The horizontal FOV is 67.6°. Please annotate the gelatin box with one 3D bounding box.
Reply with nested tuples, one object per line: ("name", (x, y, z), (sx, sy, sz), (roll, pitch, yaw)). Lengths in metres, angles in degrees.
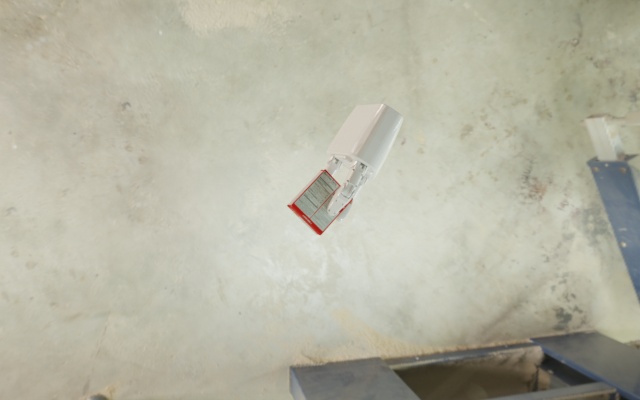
("gelatin box", (0.000, 0.003, 0.808), (0.073, 0.089, 0.030), (45, -13, -13))
